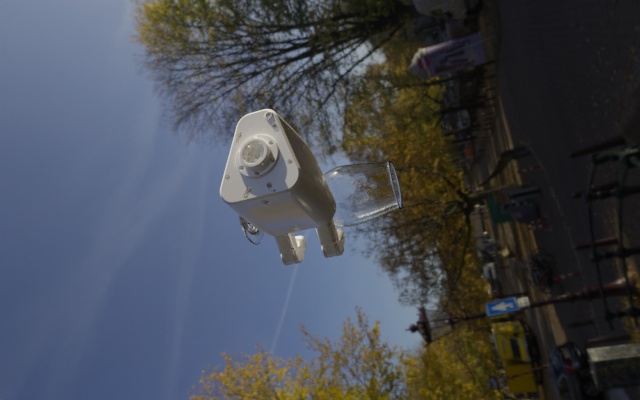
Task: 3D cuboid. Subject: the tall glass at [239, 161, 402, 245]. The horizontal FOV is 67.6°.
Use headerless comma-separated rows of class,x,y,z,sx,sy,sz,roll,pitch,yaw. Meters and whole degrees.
tall glass,-0.001,0.002,0.615,0.201,0.079,0.079,-13,-4,16
